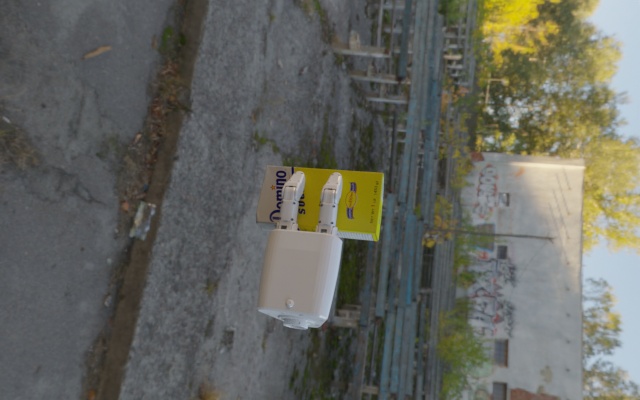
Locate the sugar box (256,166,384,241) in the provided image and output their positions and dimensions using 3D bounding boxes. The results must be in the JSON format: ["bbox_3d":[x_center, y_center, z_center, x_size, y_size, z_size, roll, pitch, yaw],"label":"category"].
[{"bbox_3d":[0.000,0.002,0.691,0.176,0.093,0.048,5,-20,11],"label":"sugar box"}]
